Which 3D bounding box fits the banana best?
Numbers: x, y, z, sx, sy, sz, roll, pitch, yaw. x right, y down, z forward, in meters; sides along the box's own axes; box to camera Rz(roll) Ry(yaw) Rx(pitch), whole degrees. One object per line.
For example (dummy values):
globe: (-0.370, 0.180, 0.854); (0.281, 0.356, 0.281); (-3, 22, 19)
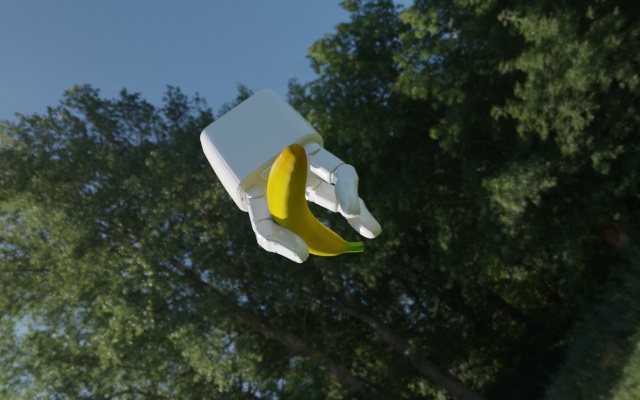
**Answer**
banana: (-0.015, 0.011, 0.489); (0.069, 0.037, 0.198); (-26, -36, 7)
